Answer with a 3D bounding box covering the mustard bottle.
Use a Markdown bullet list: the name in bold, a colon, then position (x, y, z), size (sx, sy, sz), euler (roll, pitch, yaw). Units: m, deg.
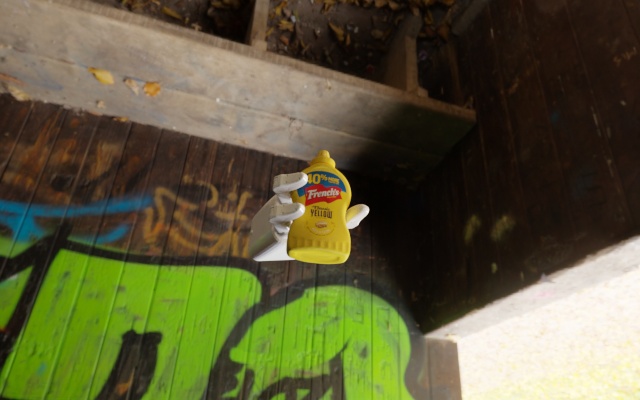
- **mustard bottle**: position (0.000, 0.003, 0.763), size (0.096, 0.191, 0.058), euler (6, -30, -4)
